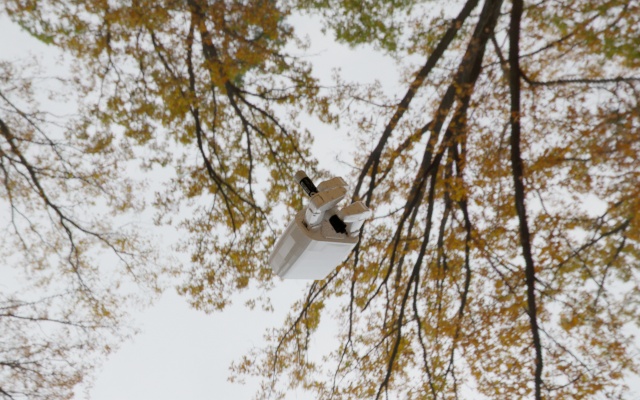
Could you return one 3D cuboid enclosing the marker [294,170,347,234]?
[{"bbox_3d":[0.000,0.002,0.714,0.020,0.121,0.020,-30,-25,-16],"label":"marker"}]
